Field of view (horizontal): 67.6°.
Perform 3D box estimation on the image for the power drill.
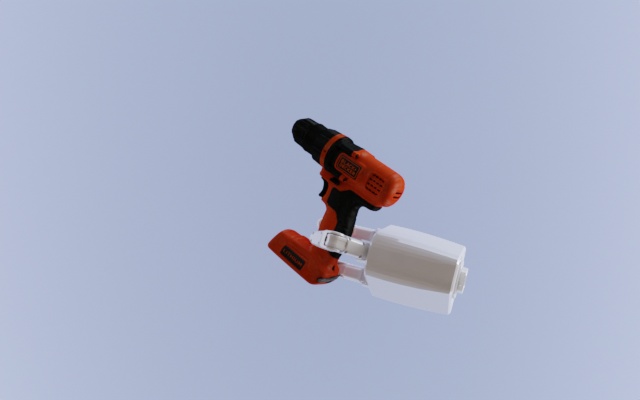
[{"bbox_3d":[0.000,0.003,0.639,0.184,0.188,0.057,38,22,31],"label":"power drill"}]
